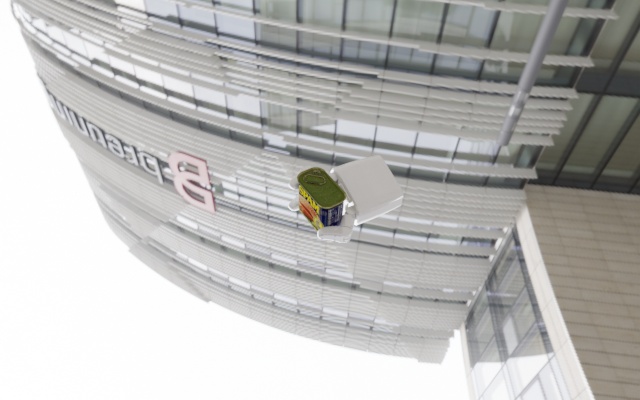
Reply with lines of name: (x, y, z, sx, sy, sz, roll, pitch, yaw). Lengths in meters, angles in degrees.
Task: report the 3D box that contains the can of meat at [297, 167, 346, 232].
can of meat: (0.000, 0.003, 0.883, 0.057, 0.084, 0.102, -25, 53, -23)
